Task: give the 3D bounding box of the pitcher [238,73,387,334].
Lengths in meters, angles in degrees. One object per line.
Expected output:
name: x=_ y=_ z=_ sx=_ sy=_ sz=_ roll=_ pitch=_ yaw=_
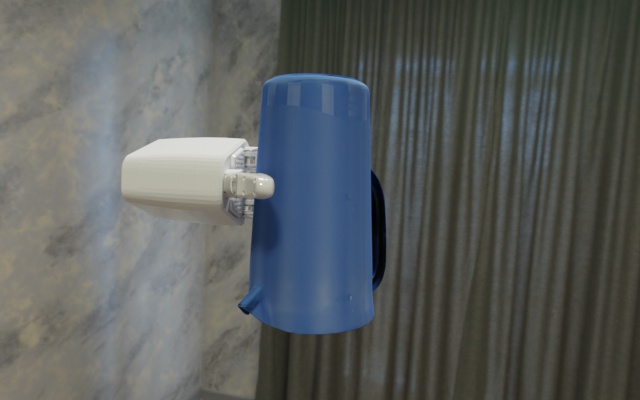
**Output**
pitcher: x=0.000 y=0.002 z=0.494 sx=0.145 sy=0.243 sz=0.149 roll=2 pitch=5 yaw=6
